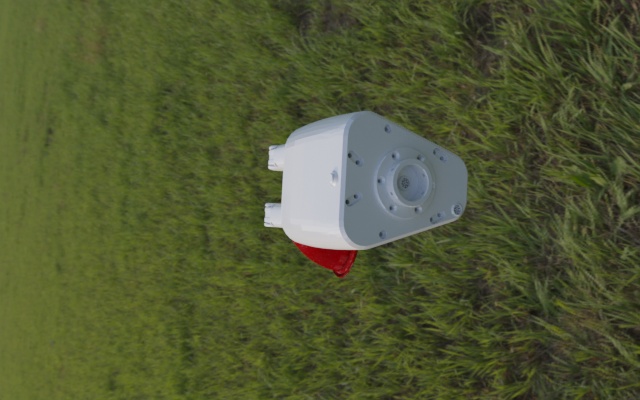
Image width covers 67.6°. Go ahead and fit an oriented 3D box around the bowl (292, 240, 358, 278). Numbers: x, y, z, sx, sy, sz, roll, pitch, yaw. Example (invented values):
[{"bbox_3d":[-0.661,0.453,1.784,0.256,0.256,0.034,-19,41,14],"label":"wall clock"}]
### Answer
[{"bbox_3d":[-0.001,0.002,0.521,0.055,0.162,0.162,4,-1,-11],"label":"bowl"}]
